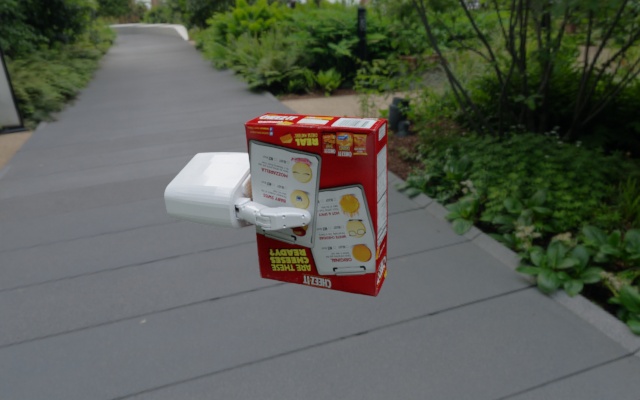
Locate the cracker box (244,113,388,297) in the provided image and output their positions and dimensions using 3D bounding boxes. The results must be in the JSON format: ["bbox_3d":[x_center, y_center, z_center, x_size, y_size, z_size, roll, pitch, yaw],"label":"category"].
[{"bbox_3d":[0.000,0.002,0.602,0.164,0.214,0.072,6,24,21],"label":"cracker box"}]
